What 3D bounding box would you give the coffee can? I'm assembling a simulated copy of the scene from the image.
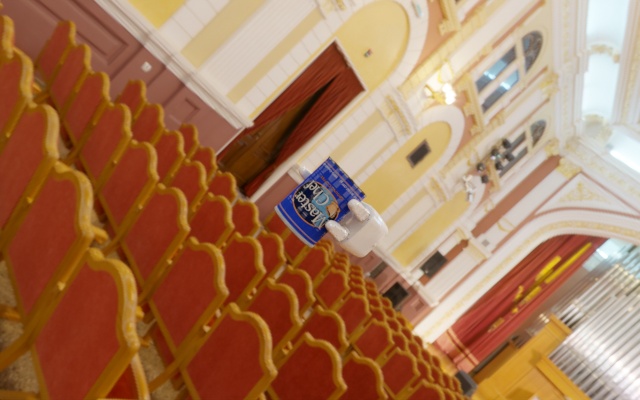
[{"bbox_3d":[0.000,0.003,0.883,0.140,0.103,0.103,-43,-3,3],"label":"coffee can"}]
